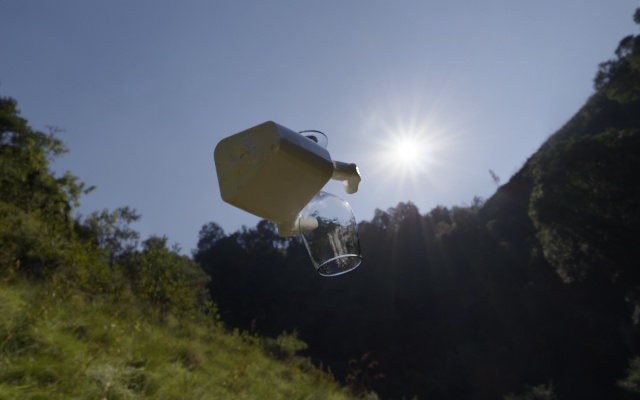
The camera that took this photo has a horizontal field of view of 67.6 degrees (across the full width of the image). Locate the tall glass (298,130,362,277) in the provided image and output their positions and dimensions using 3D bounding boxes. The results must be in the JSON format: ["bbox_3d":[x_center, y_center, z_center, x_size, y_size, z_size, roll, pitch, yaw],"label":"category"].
[{"bbox_3d":[0.000,0.002,0.667,0.079,0.201,0.079,-13,-28,-7],"label":"tall glass"}]
